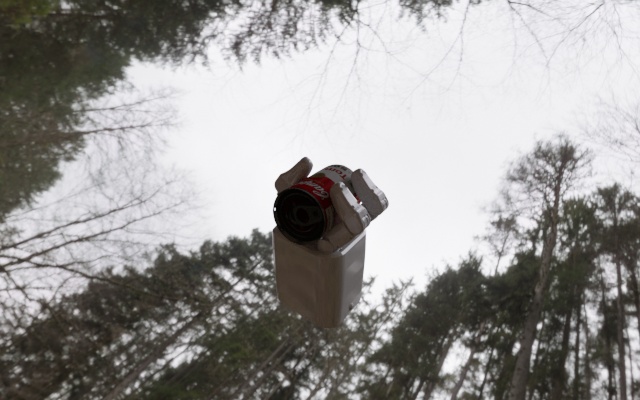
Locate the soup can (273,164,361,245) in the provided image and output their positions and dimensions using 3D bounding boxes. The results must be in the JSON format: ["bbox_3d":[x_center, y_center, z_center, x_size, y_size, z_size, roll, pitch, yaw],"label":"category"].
[{"bbox_3d":[0.000,0.001,0.565,0.068,0.068,0.102,0,20,31],"label":"soup can"}]
